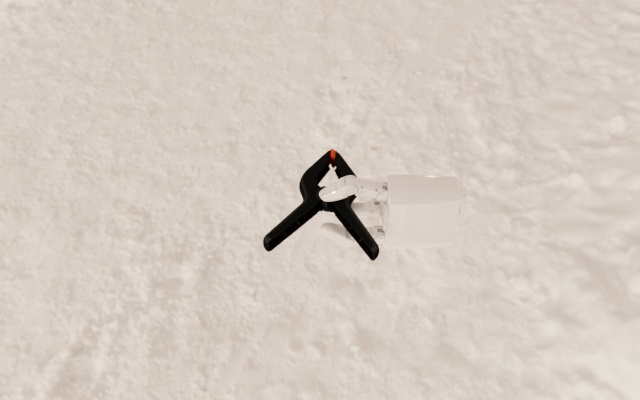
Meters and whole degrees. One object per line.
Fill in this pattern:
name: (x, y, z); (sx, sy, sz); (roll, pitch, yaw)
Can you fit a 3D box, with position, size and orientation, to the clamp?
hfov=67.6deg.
clamp: (0.000, 0.001, 0.729); (0.164, 0.209, 0.036); (0, -41, 0)
